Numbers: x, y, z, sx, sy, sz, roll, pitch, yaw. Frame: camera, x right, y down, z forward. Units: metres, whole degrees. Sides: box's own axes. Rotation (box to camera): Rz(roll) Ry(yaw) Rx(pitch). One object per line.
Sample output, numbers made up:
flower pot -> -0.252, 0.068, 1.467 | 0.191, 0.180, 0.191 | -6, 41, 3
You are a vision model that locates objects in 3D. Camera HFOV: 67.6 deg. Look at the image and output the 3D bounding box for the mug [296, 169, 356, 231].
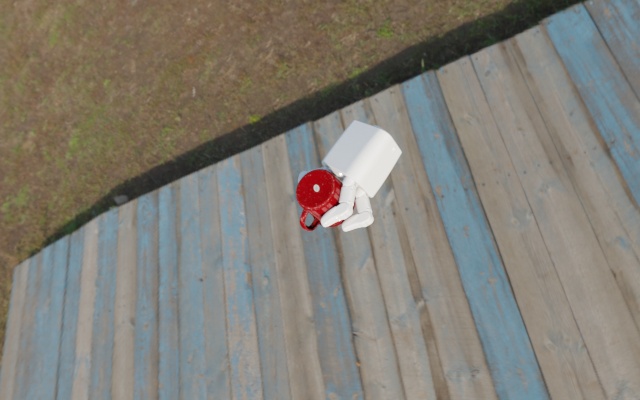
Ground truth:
mug -> -0.001, 0.004, 0.882 | 0.093, 0.117, 0.081 | 33, -4, 34
